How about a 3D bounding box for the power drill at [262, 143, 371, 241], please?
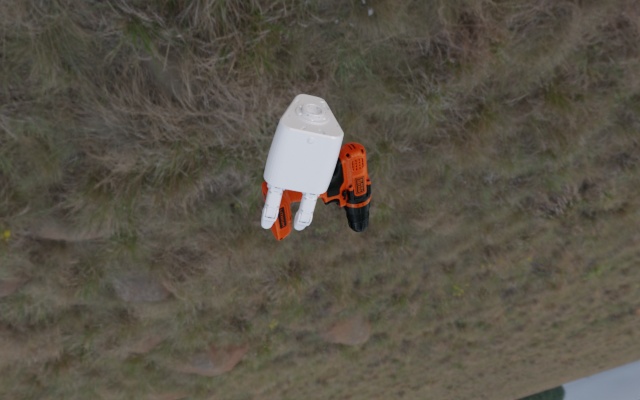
[{"bbox_3d":[0.000,0.003,0.832,0.187,0.185,0.057,-20,37,-15],"label":"power drill"}]
